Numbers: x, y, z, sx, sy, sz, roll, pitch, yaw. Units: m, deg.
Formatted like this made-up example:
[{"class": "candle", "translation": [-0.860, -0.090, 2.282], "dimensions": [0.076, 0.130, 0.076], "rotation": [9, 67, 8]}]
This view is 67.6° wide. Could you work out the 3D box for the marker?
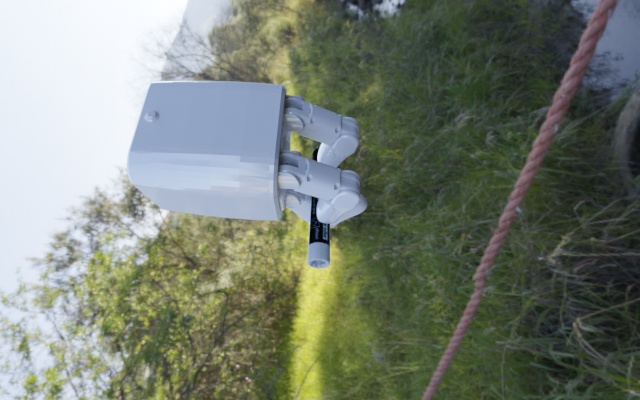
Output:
[{"class": "marker", "translation": [0.000, 0.001, 0.423], "dimensions": [0.020, 0.121, 0.020], "rotation": [1, -33, 1]}]
